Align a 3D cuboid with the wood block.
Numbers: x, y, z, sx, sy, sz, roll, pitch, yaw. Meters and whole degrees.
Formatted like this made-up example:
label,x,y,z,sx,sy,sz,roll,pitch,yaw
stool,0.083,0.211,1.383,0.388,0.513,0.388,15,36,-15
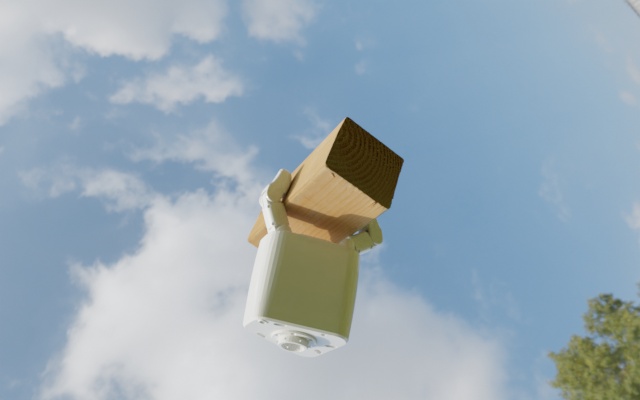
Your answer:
label,x,y,z,sx,sy,sz,roll,pitch,yaw
wood block,0.000,0.002,0.610,0.091,0.090,0.206,35,-41,-13
